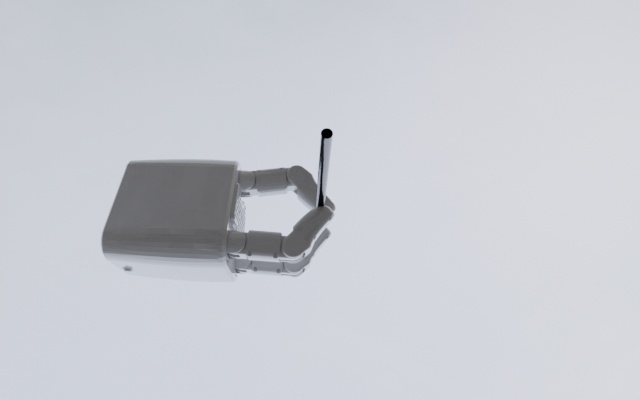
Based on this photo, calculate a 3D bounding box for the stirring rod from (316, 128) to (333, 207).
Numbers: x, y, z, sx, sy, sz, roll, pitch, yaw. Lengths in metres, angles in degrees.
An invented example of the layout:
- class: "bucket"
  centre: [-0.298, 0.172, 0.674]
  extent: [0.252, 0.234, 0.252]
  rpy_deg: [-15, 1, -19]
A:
- class: "stirring rod"
  centre: [0.000, 0.001, 0.424]
  extent: [0.011, 0.011, 0.240]
  rpy_deg: [0, -22, -2]
